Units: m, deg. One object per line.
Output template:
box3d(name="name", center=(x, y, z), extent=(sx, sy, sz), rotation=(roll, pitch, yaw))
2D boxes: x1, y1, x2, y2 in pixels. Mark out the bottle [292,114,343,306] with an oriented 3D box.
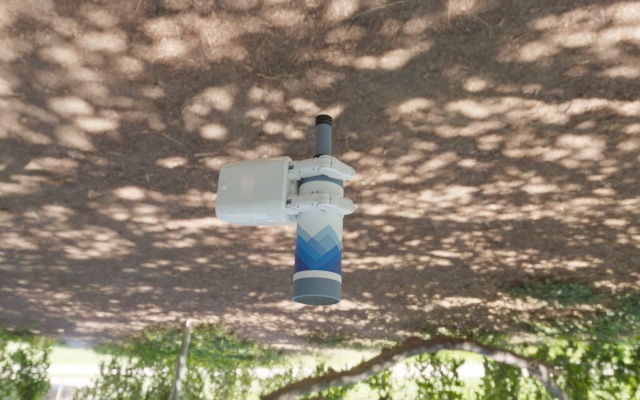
box3d(name="bottle", center=(0.000, 0.003, 0.709), extent=(0.069, 0.295, 0.069), rotation=(2, -24, 1))
